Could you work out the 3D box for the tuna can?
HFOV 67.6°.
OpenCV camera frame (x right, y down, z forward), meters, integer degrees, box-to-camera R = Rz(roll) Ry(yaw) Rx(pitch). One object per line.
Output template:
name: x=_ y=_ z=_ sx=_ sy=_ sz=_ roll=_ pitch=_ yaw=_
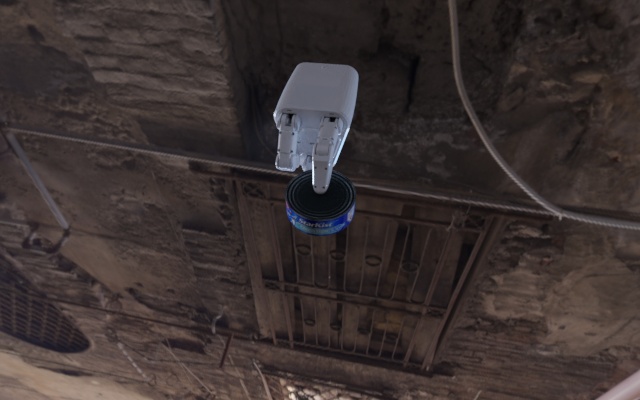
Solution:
tuna can: x=0.000 y=0.002 z=0.586 sx=0.086 sy=0.086 sz=0.034 roll=0 pitch=-43 yaw=0
